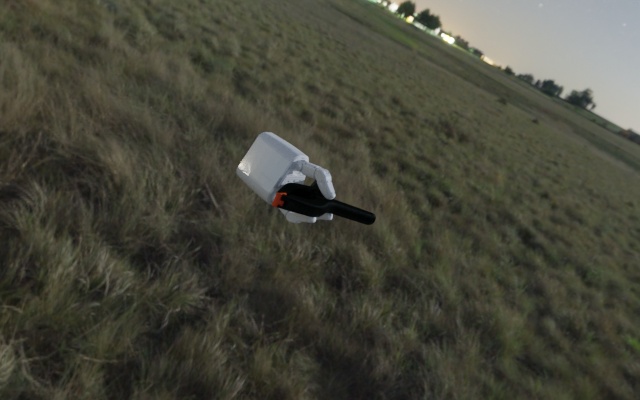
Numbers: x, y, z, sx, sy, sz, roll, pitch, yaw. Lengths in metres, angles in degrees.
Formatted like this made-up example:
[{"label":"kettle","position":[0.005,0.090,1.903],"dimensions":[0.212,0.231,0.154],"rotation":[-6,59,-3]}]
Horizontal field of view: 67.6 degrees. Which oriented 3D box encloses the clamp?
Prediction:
[{"label":"clamp","position":[0.000,0.002,0.896],"dimensions":[0.164,0.036,0.210],"rotation":[35,23,28]}]
